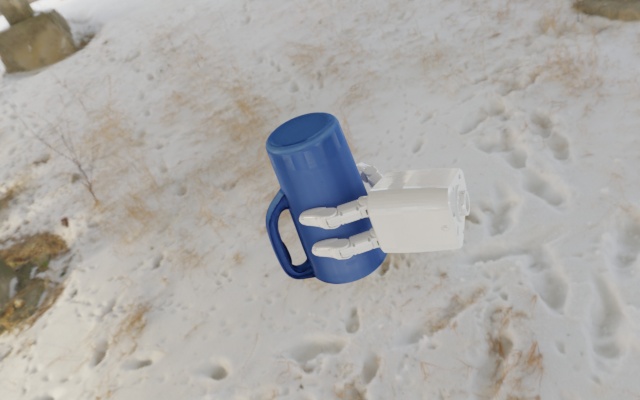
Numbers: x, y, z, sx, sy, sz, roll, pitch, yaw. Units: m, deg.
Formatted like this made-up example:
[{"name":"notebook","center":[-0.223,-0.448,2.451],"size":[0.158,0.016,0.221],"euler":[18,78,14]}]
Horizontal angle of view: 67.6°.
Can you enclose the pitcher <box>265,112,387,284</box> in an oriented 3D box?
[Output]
[{"name":"pitcher","center":[0.000,0.002,0.713],"size":[0.145,0.243,0.149],"euler":[-2,36,29]}]
